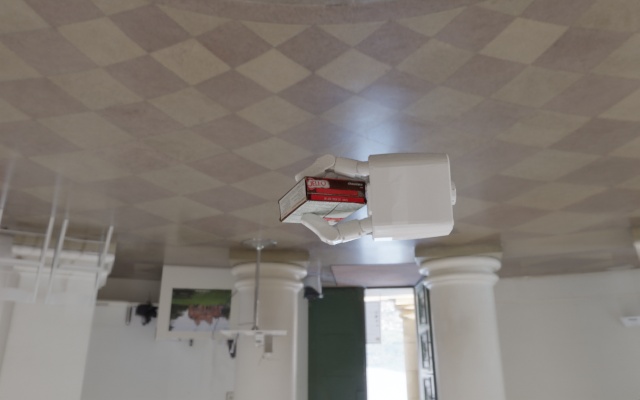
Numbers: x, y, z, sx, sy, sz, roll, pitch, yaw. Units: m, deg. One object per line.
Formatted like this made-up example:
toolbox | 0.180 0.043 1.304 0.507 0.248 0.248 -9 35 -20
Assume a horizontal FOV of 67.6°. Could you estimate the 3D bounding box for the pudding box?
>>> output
pudding box | 0.000 0.002 0.670 0.090 0.039 0.113 5 -21 -23
